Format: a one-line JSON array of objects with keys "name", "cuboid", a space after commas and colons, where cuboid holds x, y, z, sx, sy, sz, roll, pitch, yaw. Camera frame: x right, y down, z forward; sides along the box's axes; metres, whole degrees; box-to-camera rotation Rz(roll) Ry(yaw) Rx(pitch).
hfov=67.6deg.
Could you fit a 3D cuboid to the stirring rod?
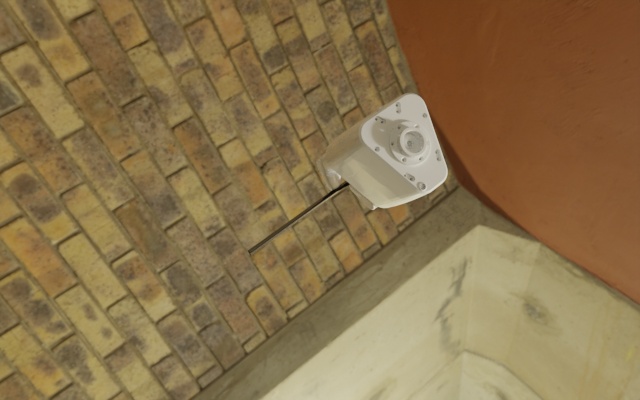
[{"name": "stirring rod", "cuboid": [0.000, 0.002, 0.661, 0.239, 0.011, 0.011, -36, 13, -18]}]
